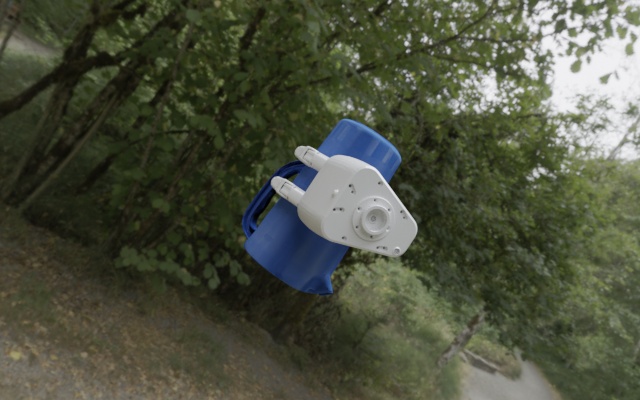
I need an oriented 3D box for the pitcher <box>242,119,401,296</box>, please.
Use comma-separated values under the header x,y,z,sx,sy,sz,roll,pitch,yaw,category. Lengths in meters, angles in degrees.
x,y,z,sx,sy,sz,roll,pitch,yaw,category
0.000,0.002,0.699,0.149,0.243,0.145,34,0,-16,pitcher
